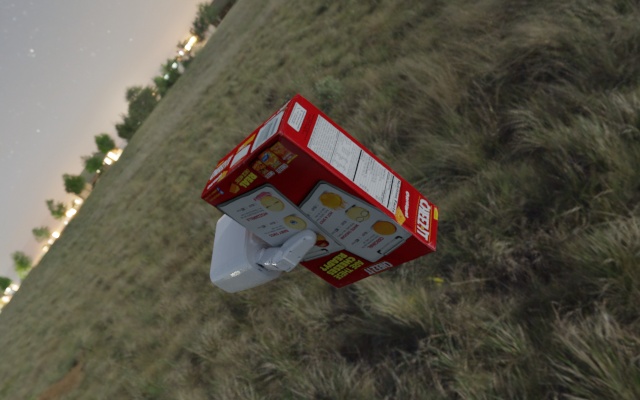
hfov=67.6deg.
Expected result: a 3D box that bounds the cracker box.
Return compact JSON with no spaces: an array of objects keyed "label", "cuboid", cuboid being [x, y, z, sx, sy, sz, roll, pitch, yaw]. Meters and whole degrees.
[{"label":"cracker box","cuboid":[0.000,0.002,0.537,0.214,0.072,0.164,36,-41,-22]}]
